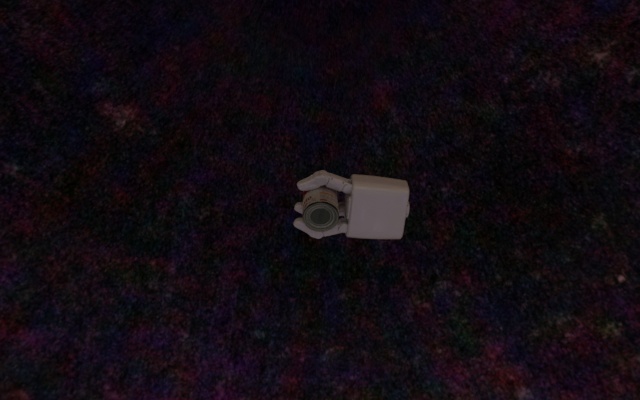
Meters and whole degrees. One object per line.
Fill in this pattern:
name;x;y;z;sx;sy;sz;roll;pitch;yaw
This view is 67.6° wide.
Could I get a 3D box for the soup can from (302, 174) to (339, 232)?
soup can;0.000;0.003;0.894;0.068;0.068;0.102;0;34;-1
